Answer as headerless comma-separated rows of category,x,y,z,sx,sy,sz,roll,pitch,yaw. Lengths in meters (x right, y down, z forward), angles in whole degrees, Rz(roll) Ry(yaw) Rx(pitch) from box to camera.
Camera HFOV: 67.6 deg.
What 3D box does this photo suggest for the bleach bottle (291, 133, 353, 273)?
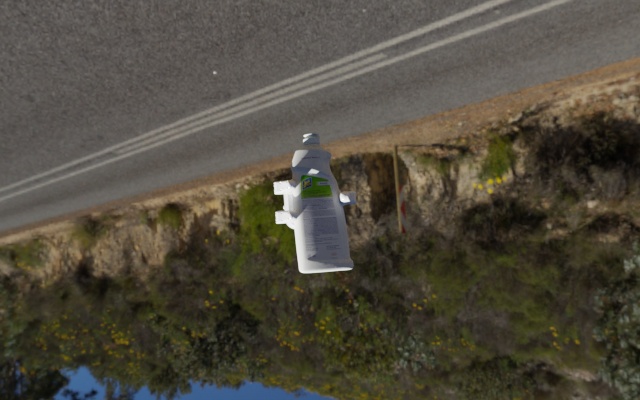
bleach bottle,0.000,0.003,0.876,0.102,0.251,0.068,-3,-4,-8
